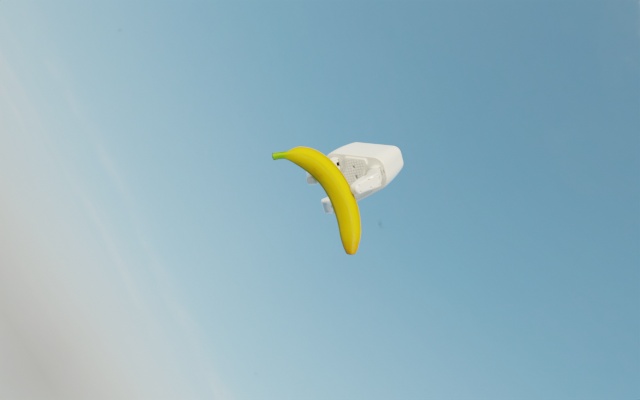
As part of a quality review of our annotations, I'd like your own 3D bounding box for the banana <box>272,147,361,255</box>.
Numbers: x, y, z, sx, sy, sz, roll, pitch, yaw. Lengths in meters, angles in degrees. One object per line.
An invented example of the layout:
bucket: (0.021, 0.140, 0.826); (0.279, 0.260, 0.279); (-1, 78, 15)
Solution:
banana: (0.013, -0.011, 0.727); (0.069, 0.198, 0.037); (-37, 3, 8)
